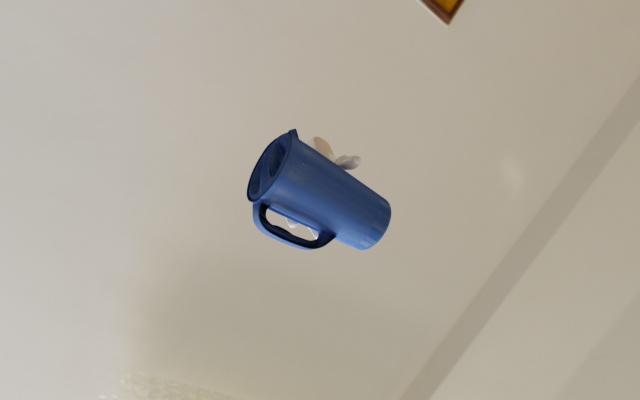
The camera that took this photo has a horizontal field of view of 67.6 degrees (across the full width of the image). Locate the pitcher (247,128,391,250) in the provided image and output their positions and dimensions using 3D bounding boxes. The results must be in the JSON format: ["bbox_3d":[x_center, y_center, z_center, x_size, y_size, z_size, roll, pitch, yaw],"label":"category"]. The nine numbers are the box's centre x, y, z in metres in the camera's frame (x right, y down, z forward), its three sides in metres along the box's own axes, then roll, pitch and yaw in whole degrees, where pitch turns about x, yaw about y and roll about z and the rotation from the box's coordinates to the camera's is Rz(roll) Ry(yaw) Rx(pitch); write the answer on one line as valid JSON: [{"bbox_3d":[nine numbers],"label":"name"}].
[{"bbox_3d":[0.000,0.003,0.830,0.243,0.149,0.145,30,20,-25],"label":"pitcher"}]
